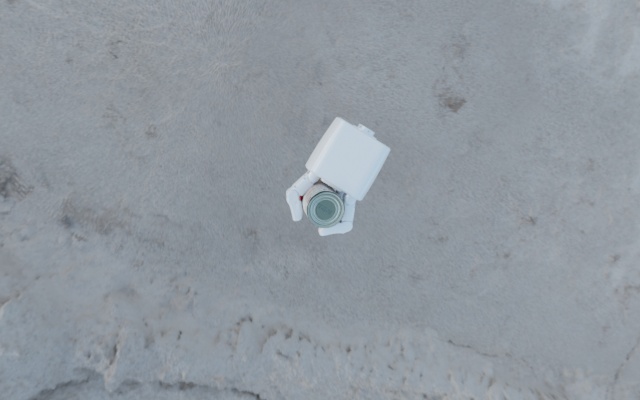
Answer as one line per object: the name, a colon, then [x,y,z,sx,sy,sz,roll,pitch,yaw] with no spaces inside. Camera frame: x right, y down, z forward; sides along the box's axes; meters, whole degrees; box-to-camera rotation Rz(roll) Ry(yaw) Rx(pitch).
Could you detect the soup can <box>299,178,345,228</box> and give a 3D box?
soup can: [0.000,0.003,0.855,0.068,0.068,0.102,0,16,-12]
